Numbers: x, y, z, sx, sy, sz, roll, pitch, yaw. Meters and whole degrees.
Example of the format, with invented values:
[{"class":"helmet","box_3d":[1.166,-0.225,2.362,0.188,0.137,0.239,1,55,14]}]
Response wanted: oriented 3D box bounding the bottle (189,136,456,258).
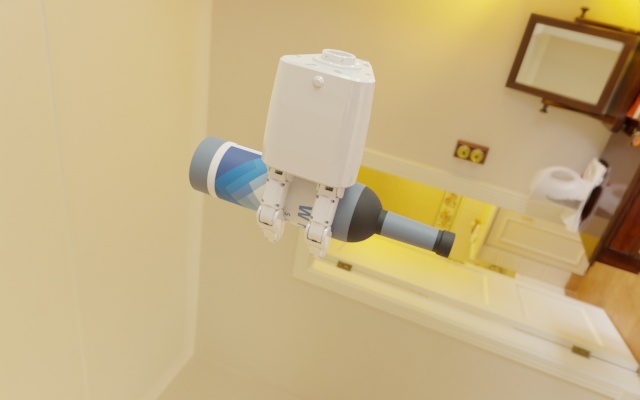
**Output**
[{"class":"bottle","box_3d":[0.000,0.002,0.527,0.295,0.069,0.069,18,4,13]}]
